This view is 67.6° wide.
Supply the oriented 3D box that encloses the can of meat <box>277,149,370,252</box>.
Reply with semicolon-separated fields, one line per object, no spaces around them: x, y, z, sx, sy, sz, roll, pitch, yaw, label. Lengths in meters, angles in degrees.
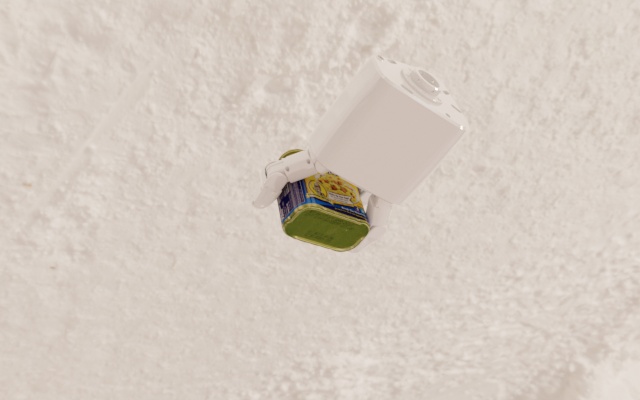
0.000;0.002;0.522;0.102;0.084;0.057;19;-51;-33;can of meat
